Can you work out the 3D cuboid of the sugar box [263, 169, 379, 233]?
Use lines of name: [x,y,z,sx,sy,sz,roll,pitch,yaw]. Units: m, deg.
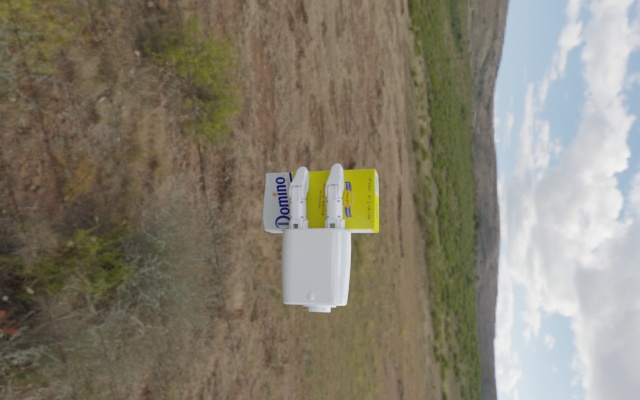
sugar box: [0.000,0.002,0.734,0.176,0.093,0.048,-2,-13,14]
